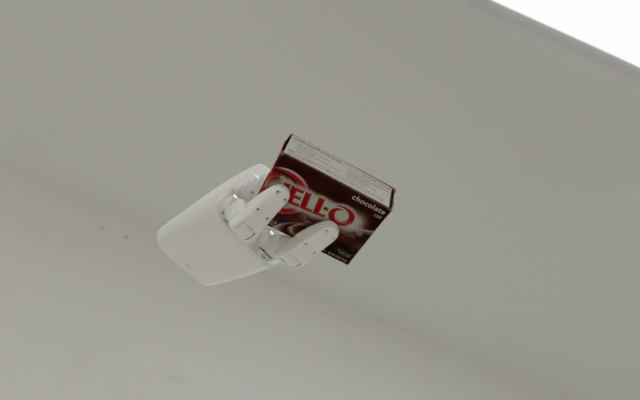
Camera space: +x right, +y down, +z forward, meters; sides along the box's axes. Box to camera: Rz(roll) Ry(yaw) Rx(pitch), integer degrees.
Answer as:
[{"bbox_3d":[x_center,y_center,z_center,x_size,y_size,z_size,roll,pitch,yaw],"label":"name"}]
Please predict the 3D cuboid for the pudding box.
[{"bbox_3d":[0.000,0.001,0.451,0.113,0.039,0.090,25,-47,-7],"label":"pudding box"}]
